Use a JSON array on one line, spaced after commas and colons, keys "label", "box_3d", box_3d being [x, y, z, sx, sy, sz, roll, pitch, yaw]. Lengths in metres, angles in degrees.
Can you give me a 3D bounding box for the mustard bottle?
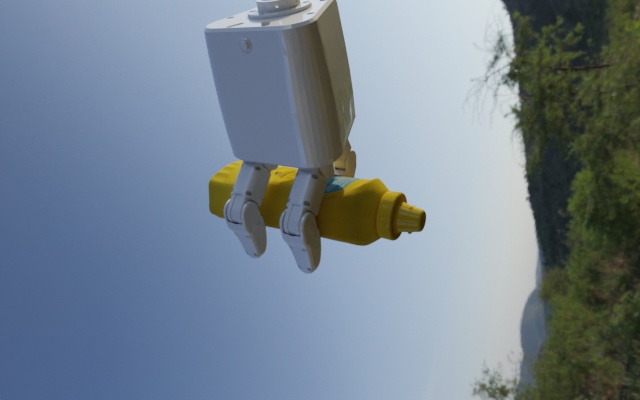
[{"label": "mustard bottle", "box_3d": [0.000, 0.002, 0.431, 0.191, 0.058, 0.096, 10, 14, 28]}]
